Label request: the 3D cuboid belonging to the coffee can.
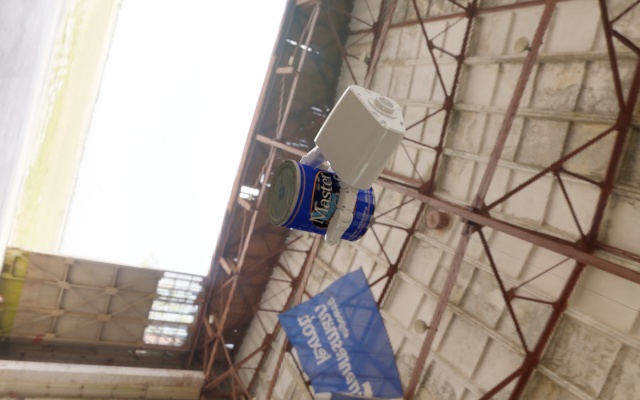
[{"bbox_3d":[0.000,0.003,0.752,0.140,0.103,0.103,14,-7,-27],"label":"coffee can"}]
